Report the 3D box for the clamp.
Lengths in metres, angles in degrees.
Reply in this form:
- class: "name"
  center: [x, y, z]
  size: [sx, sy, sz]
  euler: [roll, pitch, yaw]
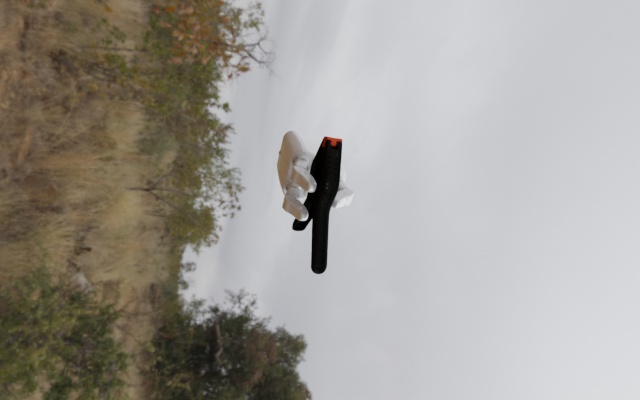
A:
- class: "clamp"
  center: [0.001, 0.002, 0.776]
  size: [0.036, 0.210, 0.164]
  euler: [6, 28, -20]
